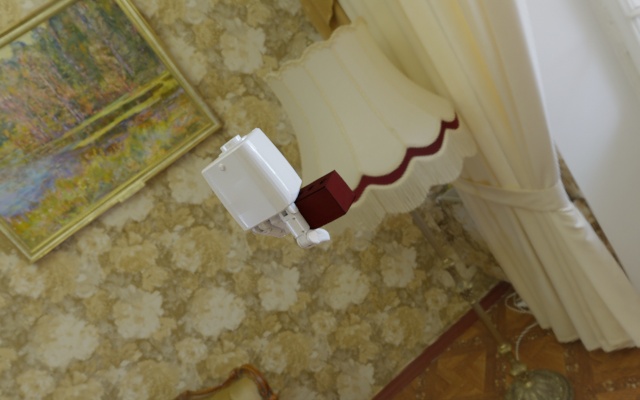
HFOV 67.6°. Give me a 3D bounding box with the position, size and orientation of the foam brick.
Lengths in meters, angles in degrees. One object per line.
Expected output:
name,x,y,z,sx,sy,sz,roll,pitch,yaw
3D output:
foam brick,0.000,0.002,0.678,0.078,0.051,0.053,-28,16,31
